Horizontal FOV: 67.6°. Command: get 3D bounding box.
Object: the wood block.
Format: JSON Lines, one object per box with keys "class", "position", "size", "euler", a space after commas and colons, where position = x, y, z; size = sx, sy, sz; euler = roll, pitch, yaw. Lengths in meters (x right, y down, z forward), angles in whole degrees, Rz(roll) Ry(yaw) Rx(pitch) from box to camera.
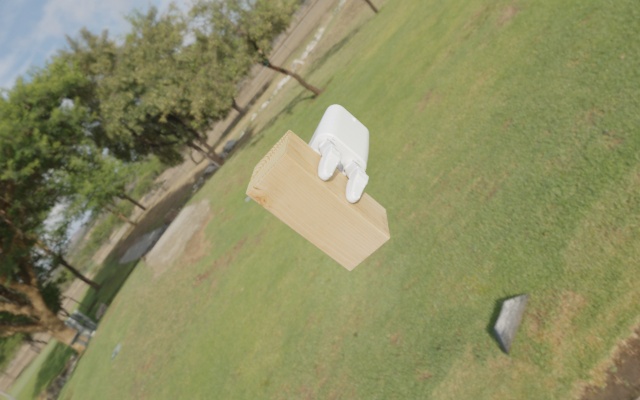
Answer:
{"class": "wood block", "position": [0.000, 0.002, 0.732], "size": [0.206, 0.091, 0.090], "euler": [38, 25, -19]}
